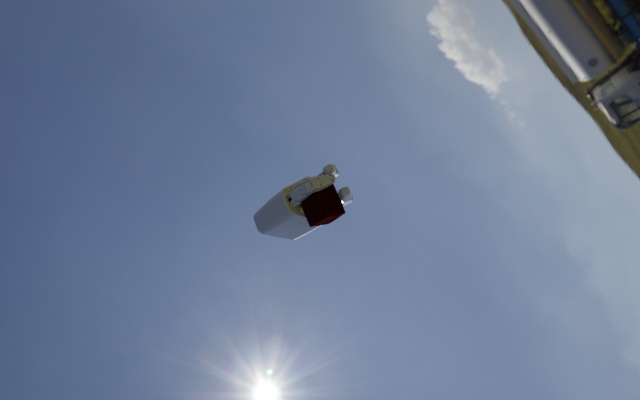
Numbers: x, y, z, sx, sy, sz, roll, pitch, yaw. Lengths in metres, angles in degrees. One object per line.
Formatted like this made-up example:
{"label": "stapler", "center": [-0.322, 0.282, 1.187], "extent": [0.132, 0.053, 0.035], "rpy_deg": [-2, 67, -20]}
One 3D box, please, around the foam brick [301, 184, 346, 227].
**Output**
{"label": "foam brick", "center": [0.000, 0.003, 0.883], "extent": [0.053, 0.078, 0.051], "rpy_deg": [-6, -22, -45]}
